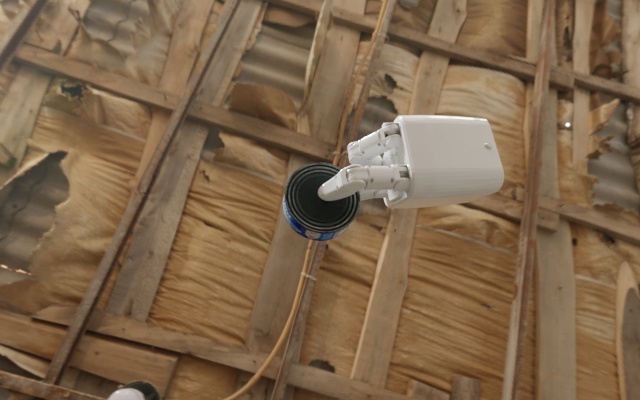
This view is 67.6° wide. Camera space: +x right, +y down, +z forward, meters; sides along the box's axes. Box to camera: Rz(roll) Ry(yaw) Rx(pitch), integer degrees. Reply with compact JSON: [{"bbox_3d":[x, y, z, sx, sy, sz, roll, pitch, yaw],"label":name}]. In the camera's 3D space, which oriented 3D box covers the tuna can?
[{"bbox_3d":[0.000,0.002,0.545,0.086,0.086,0.034,0,-23,-11],"label":"tuna can"}]
